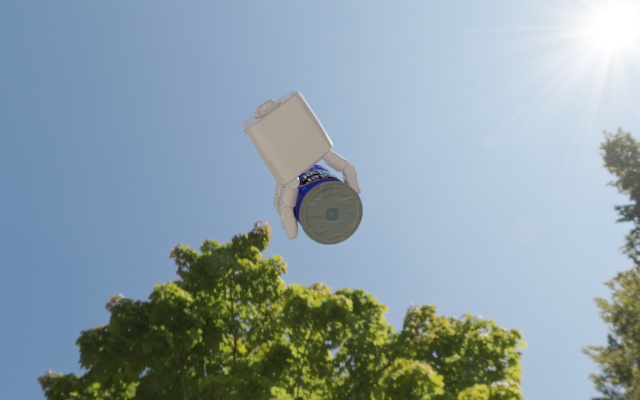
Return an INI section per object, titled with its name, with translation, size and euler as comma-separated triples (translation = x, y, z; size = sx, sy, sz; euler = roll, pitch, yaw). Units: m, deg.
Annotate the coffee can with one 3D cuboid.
[coffee can]
translation = 0.000, 0.003, 0.807
size = 0.103, 0.103, 0.140
euler = 0, 16, -16
